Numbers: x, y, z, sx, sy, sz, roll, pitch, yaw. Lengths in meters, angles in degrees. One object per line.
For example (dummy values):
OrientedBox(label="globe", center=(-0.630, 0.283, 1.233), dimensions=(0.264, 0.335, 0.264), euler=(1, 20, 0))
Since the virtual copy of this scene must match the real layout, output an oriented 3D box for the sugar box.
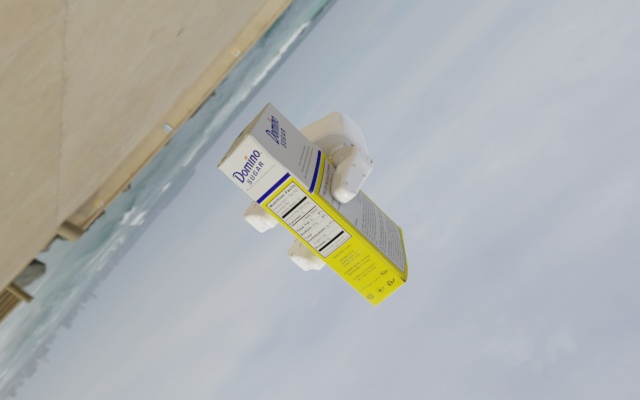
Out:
OrientedBox(label="sugar box", center=(0.000, 0.002, 0.410), dimensions=(0.176, 0.048, 0.093), euler=(41, 22, -14))
